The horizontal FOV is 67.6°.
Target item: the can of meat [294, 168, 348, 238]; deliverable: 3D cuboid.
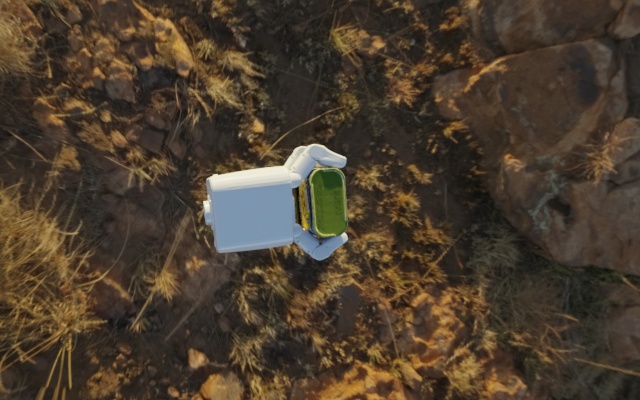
[{"bbox_3d":[0.000,0.002,0.695,0.057,0.102,0.084,-6,3,-17],"label":"can of meat"}]
